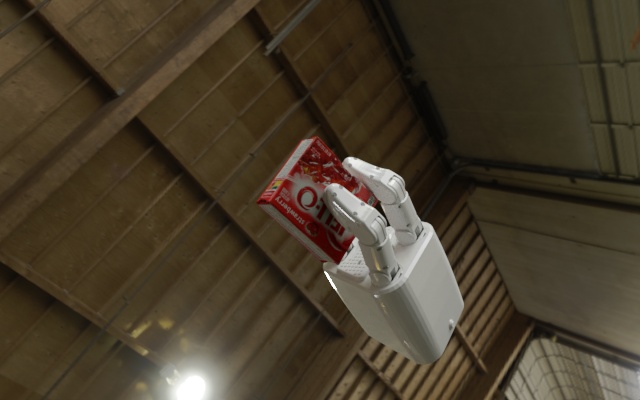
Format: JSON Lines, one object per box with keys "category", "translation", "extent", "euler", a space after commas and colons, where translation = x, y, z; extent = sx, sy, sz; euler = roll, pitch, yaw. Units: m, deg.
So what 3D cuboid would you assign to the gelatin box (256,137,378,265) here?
{"category": "gelatin box", "translation": [0.000, 0.001, 0.416], "extent": [0.089, 0.073, 0.030], "euler": [44, -23, -24]}
